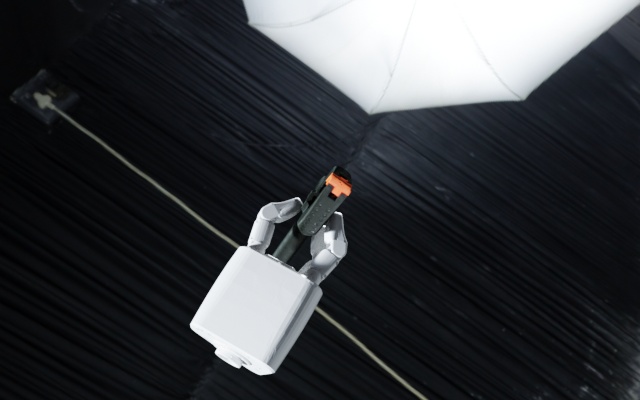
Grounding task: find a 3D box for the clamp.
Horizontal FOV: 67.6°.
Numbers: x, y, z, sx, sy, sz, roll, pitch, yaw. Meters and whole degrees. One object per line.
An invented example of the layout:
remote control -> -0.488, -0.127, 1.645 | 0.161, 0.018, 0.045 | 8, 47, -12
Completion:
clamp -> -0.001, 0.002, 0.617 | 0.036, 0.164, 0.210 | 33, -28, -4
